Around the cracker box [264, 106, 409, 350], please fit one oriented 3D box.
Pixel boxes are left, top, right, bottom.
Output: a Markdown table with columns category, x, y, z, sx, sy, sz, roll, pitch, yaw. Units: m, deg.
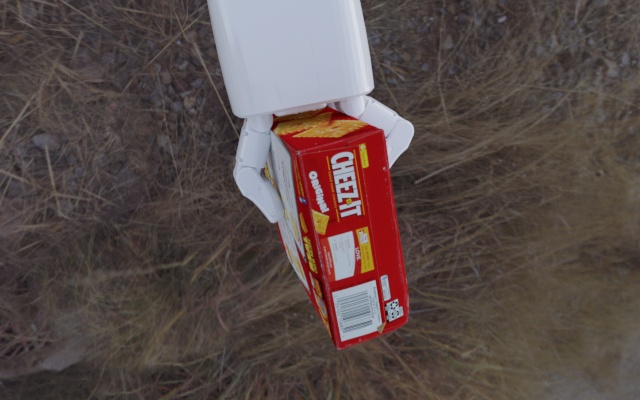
| category | x | y | z | sx | sy | sz | roll | pitch | yaw |
| --- | --- | --- | --- | --- | --- | --- | --- | --- | --- |
| cracker box | 0.000 | 0.002 | 0.437 | 0.072 | 0.164 | 0.213 | -16 | 21 | -11 |
